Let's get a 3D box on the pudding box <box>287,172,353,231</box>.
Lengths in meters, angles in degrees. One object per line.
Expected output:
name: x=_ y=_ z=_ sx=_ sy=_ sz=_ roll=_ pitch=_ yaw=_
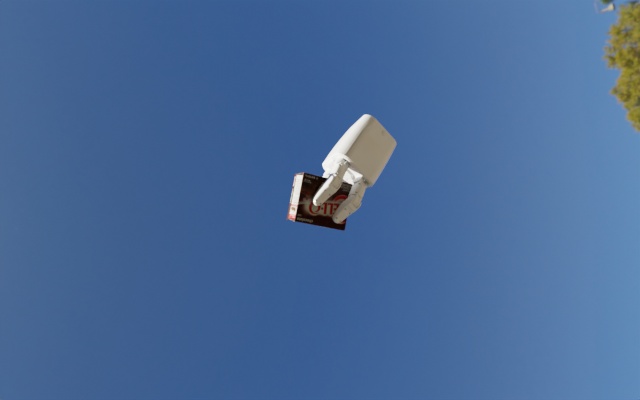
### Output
pudding box: x=0.000 y=0.003 z=0.883 sx=0.113 sy=0.090 sz=0.039 roll=12 pitch=-4 yaw=-29
